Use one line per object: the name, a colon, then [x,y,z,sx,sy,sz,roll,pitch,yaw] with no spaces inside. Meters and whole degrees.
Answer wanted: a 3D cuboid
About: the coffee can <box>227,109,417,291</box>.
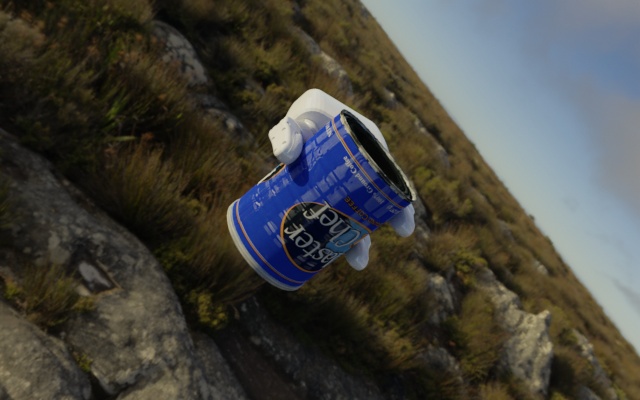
coffee can: [0.000,0.002,0.436,0.140,0.103,0.103,-39,-14,17]
